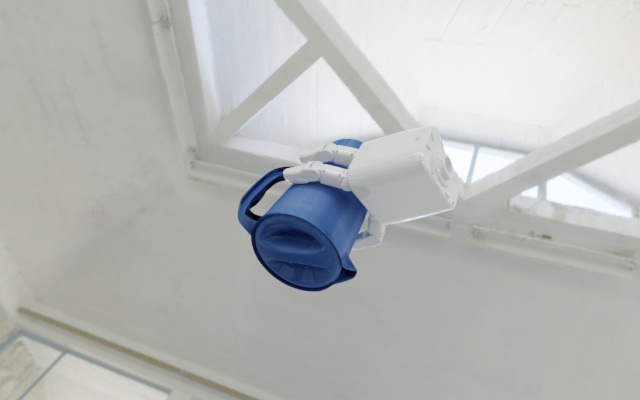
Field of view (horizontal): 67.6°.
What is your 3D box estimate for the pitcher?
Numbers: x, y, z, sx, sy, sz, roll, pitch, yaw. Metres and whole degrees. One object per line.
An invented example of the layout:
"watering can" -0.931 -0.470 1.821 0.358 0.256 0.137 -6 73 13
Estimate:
"pitcher" 0.000 0.002 0.713 0.145 0.149 0.242 -13 27 34
